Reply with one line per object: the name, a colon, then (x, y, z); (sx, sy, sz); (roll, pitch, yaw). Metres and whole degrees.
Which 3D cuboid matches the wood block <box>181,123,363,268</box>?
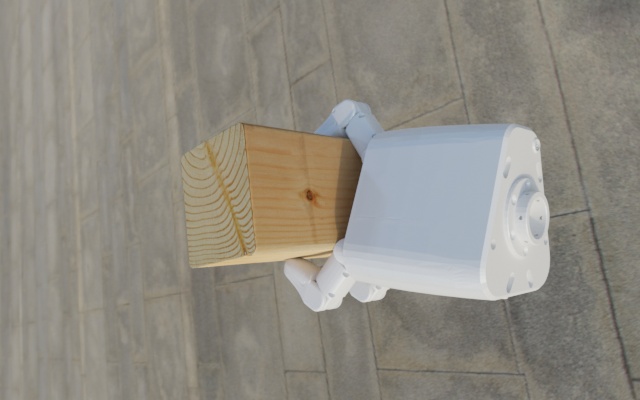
wood block: (0.000, 0.001, 0.406); (0.206, 0.091, 0.090); (2, -13, -43)
